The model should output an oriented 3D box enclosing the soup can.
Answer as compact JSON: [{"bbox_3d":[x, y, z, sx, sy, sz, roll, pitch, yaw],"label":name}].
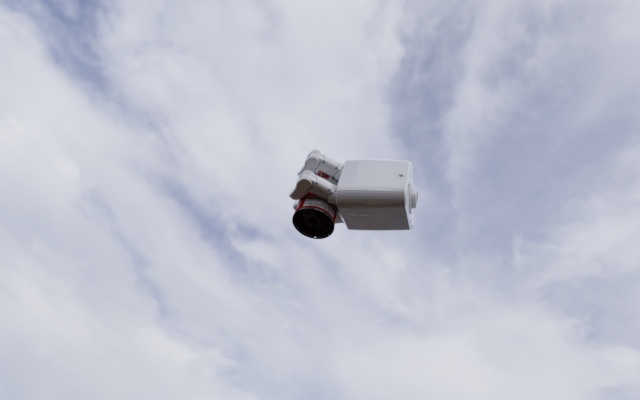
[{"bbox_3d":[0.000,0.002,0.773,0.068,0.069,0.102,0,43,18],"label":"soup can"}]
